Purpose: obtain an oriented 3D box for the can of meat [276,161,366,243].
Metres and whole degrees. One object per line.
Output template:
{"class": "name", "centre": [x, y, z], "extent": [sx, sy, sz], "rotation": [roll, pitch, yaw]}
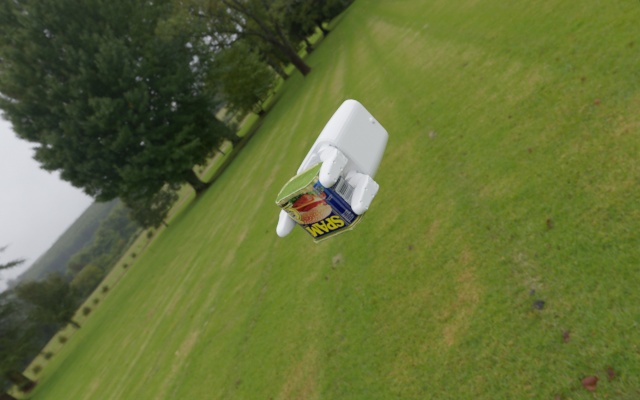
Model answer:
{"class": "can of meat", "centre": [0.000, 0.002, 0.638], "extent": [0.084, 0.057, 0.102], "rotation": [43, -38, -17]}
